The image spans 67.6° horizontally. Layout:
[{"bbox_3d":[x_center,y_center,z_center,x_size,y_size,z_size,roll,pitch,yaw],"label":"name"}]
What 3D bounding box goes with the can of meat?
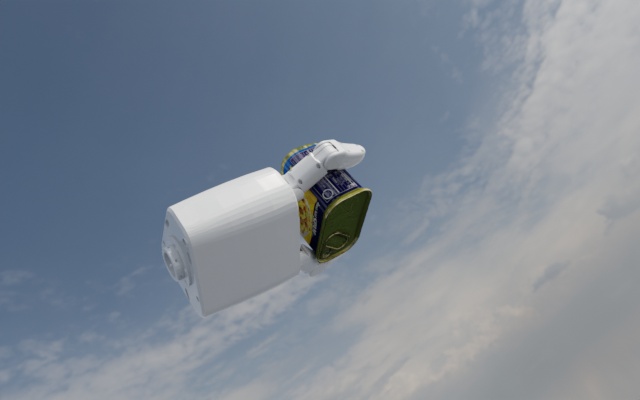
[{"bbox_3d":[0.000,0.001,0.505,0.057,0.084,0.102,-25,-33,-27],"label":"can of meat"}]
